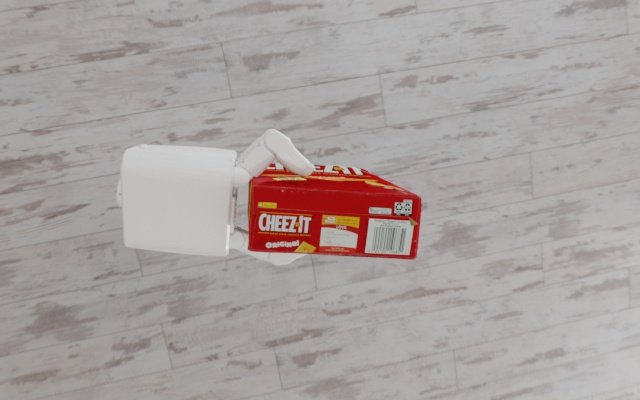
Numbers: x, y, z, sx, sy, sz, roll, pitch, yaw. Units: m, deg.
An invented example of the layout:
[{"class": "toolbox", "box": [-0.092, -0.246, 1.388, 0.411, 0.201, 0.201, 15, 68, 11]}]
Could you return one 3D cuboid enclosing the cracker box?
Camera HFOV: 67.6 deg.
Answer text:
[{"class": "cracker box", "box": [0.000, 0.002, 0.542, 0.164, 0.072, 0.213, 4, 10, -9]}]
